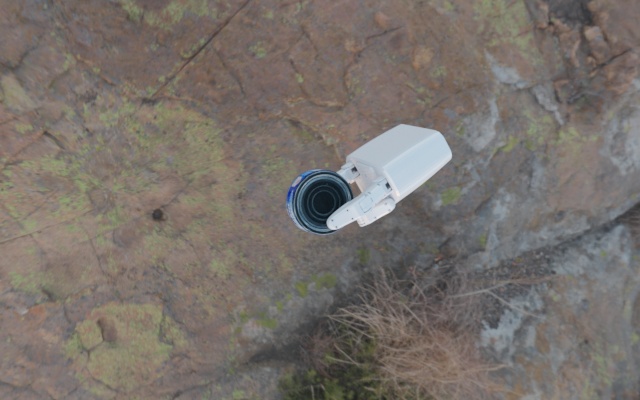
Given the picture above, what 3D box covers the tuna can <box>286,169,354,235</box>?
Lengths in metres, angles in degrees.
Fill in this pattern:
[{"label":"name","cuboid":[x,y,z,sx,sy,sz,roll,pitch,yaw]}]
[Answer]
[{"label":"tuna can","cuboid":[0.000,0.002,0.623,0.086,0.086,0.034,0,4,-19]}]
